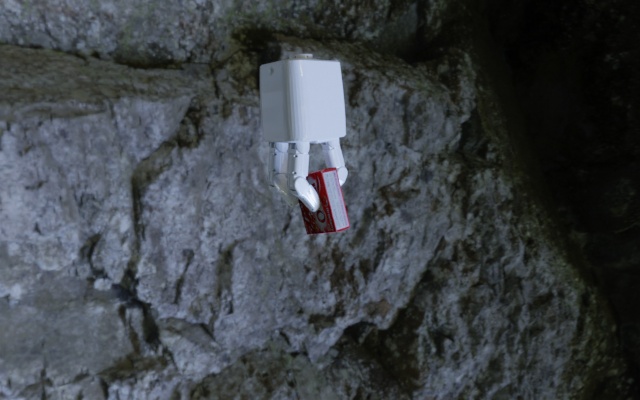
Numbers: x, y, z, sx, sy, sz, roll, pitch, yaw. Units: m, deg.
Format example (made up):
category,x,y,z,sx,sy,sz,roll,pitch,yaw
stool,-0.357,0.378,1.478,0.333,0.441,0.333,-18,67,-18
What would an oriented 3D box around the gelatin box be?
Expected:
category,x,y,z,sx,sy,sz,roll,pitch,yaw
gelatin box,0.001,0.002,0.681,0.030,0.089,0.073,-16,3,-36
